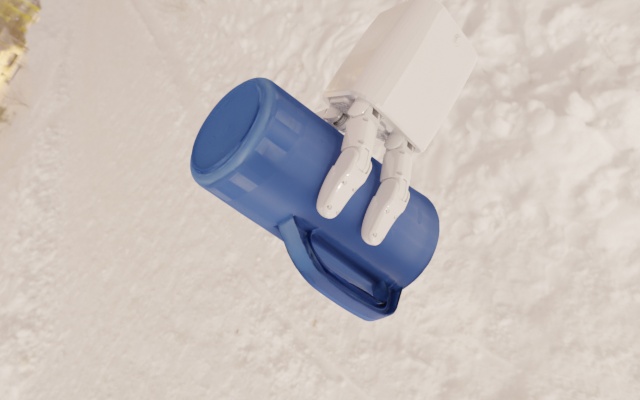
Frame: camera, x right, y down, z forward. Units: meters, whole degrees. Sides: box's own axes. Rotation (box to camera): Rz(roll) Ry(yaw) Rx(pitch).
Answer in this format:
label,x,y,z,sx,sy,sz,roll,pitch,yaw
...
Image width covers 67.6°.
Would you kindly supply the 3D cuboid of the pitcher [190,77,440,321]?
label,x,y,z,sx,sy,sz,roll,pitch,yaw
pitcher,0.000,0.001,0.462,0.243,0.145,0.149,35,-3,-36
